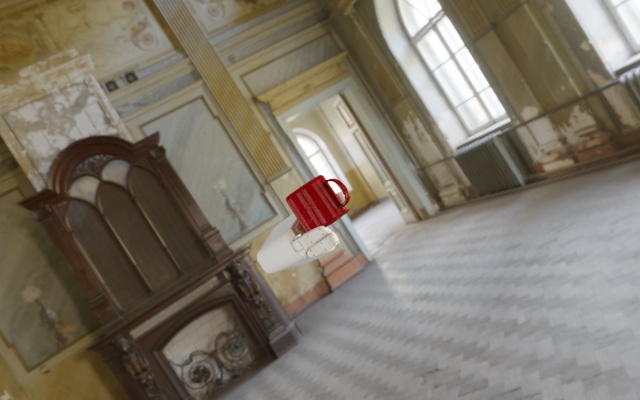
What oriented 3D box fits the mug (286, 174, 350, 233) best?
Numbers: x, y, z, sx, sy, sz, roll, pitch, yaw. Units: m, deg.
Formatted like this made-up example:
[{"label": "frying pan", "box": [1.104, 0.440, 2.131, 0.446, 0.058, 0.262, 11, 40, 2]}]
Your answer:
[{"label": "mug", "box": [0.001, 0.002, 0.833, 0.117, 0.081, 0.093, -33, 1, 38]}]
